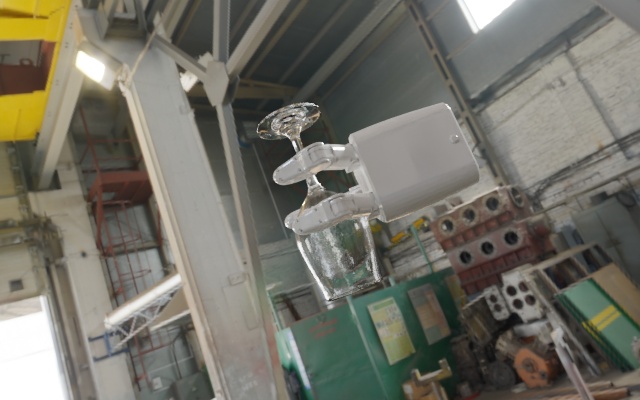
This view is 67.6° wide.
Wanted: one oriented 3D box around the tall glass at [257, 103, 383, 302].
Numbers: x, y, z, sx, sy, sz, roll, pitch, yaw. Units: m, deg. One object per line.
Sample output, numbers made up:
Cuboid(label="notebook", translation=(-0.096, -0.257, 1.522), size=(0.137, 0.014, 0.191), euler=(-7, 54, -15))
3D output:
Cuboid(label="tall glass", translation=(0.000, 0.001, 0.507), size=(0.079, 0.201, 0.079), euler=(-20, -14, -5))
